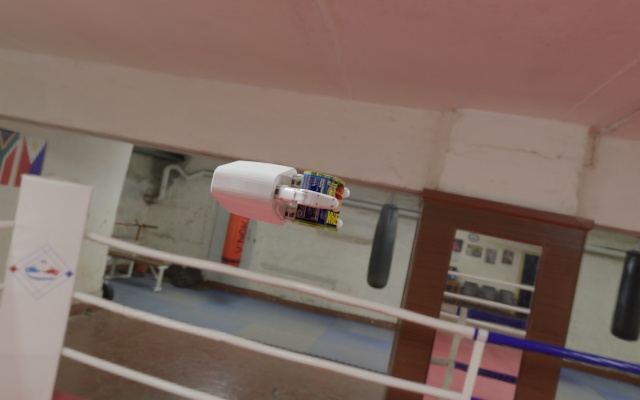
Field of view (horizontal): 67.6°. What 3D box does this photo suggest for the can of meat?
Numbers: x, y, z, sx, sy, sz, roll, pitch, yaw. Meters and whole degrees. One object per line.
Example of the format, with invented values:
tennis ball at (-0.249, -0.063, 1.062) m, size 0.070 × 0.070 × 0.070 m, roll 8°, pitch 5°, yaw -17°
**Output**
can of meat at (0.000, 0.002, 0.765) m, size 0.057 × 0.084 × 0.102 m, roll 10°, pitch -3°, yaw 17°
